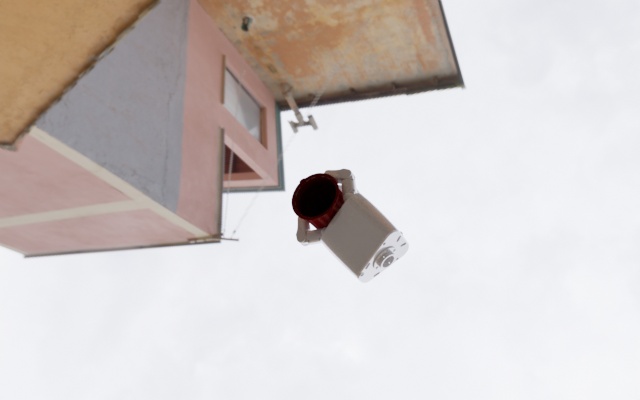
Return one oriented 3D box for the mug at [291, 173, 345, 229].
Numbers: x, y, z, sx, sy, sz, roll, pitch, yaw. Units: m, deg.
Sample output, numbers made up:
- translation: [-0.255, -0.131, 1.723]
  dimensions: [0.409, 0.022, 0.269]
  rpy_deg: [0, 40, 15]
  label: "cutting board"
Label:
- translation: [-0.001, 0.002, 0.873]
  dimensions: [0.117, 0.093, 0.081]
  rpy_deg: [46, 0, 38]
  label: "mug"
